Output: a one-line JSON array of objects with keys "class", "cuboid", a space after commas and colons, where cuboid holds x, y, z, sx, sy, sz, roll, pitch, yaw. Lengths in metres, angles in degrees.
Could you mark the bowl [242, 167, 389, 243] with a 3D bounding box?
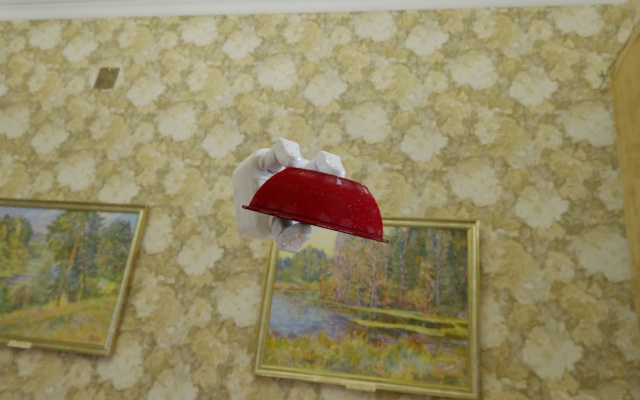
[{"class": "bowl", "cuboid": [0.001, 0.001, 0.515, 0.162, 0.055, 0.162, 14, -3, 1]}]
